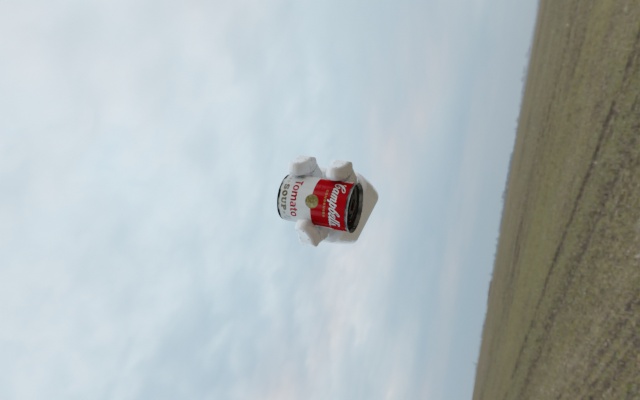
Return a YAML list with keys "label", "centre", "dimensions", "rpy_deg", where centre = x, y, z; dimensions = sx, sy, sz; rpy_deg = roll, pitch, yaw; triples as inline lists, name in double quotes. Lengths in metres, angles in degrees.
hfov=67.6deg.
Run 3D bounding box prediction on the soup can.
- label: "soup can"
  centre: [0.000, 0.002, 0.652]
  dimensions: [0.102, 0.068, 0.068]
  rpy_deg: [10, 3, 21]
